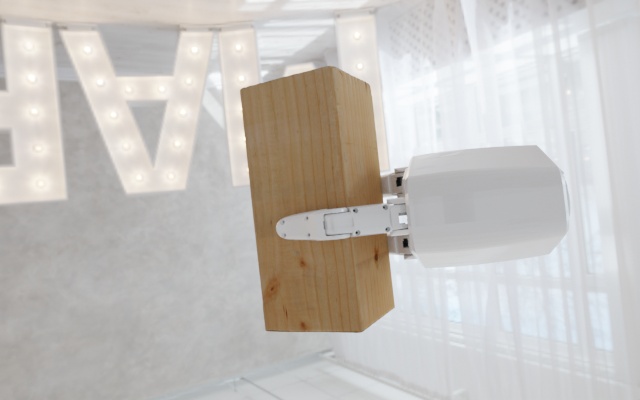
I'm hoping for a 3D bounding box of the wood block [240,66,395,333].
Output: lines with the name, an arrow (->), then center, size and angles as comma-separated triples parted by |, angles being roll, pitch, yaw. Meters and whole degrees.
wood block -> 0.000, 0.001, 0.420 | 0.090, 0.206, 0.091 | -7, -1, 26
